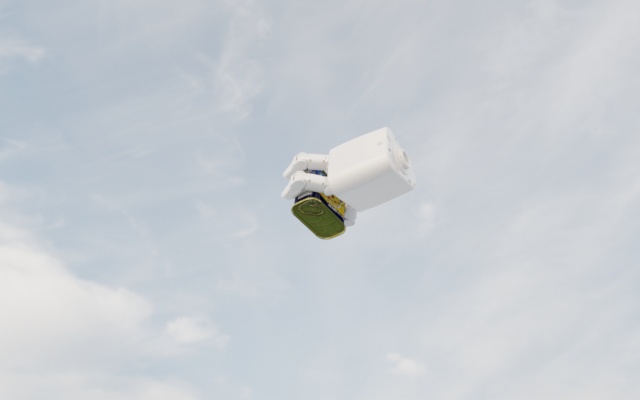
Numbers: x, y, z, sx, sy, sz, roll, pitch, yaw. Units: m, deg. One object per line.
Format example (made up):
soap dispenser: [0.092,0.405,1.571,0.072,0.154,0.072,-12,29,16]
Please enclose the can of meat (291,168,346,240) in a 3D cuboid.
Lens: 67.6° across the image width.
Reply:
can of meat: [0.000,0.003,0.814,0.057,0.083,0.102,-24,-51,28]
